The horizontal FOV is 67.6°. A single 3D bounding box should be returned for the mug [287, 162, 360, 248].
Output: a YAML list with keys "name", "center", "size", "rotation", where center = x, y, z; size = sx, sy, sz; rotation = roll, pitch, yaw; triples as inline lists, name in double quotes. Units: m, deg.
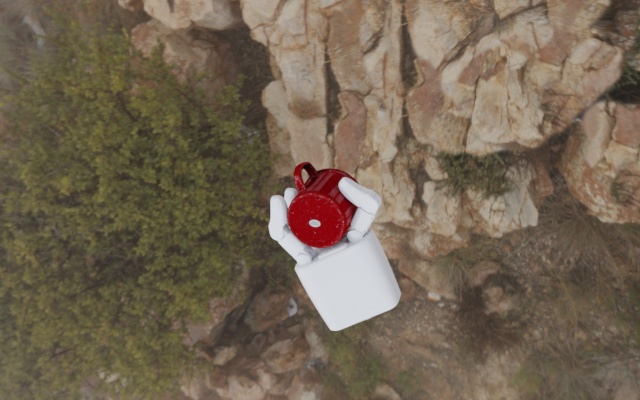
- name: "mug"
  center: [-0.001, 0.001, 0.644]
  size: [0.093, 0.117, 0.081]
  rotation: [-22, 13, 26]
